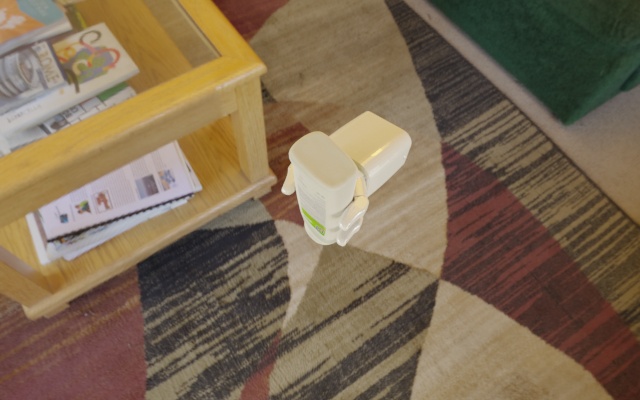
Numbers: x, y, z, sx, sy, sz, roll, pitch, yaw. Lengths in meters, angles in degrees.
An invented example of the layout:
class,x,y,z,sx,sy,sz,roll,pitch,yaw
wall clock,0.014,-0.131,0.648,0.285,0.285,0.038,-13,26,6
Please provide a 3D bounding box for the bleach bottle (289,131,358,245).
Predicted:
class,x,y,z,sx,sy,sz,roll,pitch,yaw
bleach bottle,0.000,0.003,0.768,0.068,0.102,0.251,-38,-20,-20
